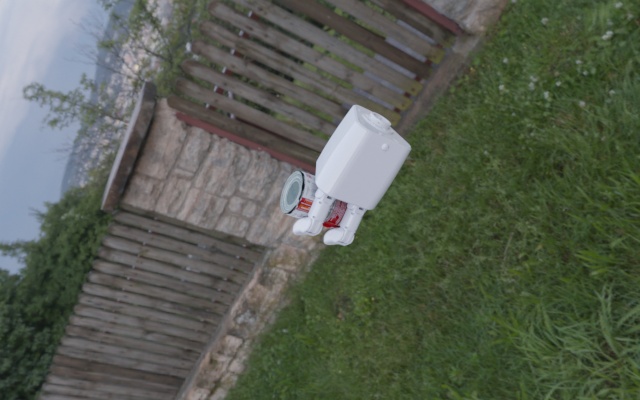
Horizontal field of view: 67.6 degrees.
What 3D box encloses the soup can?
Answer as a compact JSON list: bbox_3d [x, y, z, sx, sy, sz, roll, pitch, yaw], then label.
[{"bbox_3d":[0.000,0.003,0.712,0.102,0.068,0.068,19,-9,-27],"label":"soup can"}]
